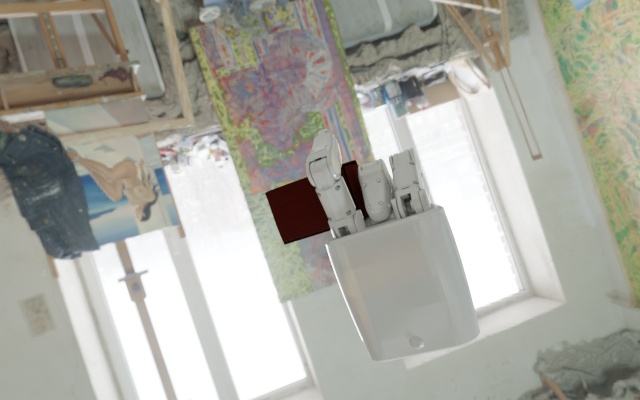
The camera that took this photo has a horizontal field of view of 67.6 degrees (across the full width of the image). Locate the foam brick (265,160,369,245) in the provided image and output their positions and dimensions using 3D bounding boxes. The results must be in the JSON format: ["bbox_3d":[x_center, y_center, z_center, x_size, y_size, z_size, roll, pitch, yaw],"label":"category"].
[{"bbox_3d":[0.000,0.001,0.430,0.078,0.051,0.053,-19,3,20],"label":"foam brick"}]
